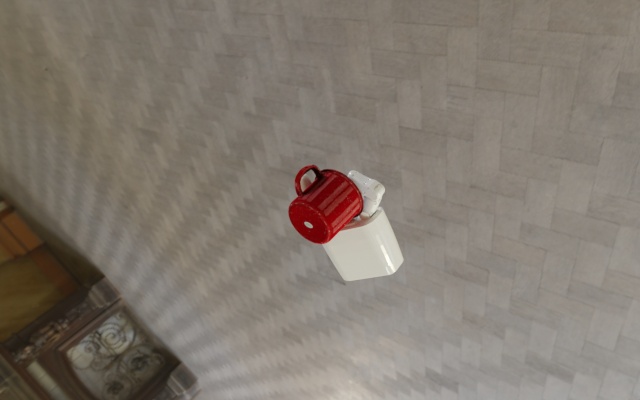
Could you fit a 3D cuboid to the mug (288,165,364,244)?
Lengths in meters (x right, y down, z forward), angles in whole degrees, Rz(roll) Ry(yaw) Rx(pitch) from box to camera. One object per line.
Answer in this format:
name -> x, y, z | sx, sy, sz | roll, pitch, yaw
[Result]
mug -> -0.001, 0.001, 0.719 | 0.093, 0.117, 0.081 | -4, 31, 47
